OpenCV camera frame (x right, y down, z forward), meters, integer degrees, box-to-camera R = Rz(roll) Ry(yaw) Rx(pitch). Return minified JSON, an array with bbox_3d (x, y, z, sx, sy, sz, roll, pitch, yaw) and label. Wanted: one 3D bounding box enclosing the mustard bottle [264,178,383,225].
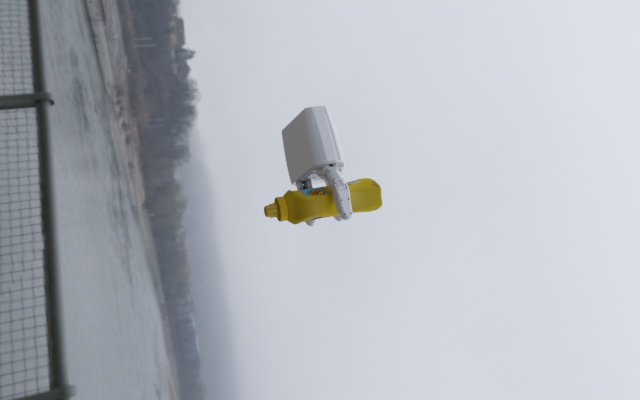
[{"bbox_3d":[0.000,0.003,0.800,0.191,0.058,0.096,-9,10,-18],"label":"mustard bottle"}]
